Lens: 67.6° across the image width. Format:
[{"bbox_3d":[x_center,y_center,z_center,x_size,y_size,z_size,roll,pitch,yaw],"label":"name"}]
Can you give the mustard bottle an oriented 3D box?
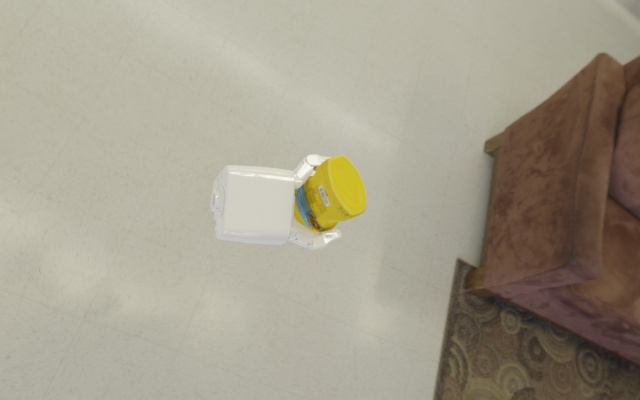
[{"bbox_3d":[0.001,0.002,0.786,0.058,0.096,0.192,-20,-7,-30],"label":"mustard bottle"}]
